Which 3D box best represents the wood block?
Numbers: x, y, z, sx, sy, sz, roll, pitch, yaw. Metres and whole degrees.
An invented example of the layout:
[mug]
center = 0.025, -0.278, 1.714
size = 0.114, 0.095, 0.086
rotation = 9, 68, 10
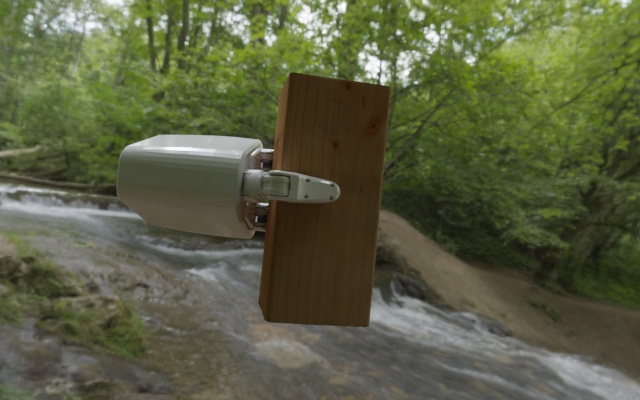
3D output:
[wood block]
center = 0.000, 0.001, 0.438
size = 0.090, 0.206, 0.091
rotation = 6, -1, -11
